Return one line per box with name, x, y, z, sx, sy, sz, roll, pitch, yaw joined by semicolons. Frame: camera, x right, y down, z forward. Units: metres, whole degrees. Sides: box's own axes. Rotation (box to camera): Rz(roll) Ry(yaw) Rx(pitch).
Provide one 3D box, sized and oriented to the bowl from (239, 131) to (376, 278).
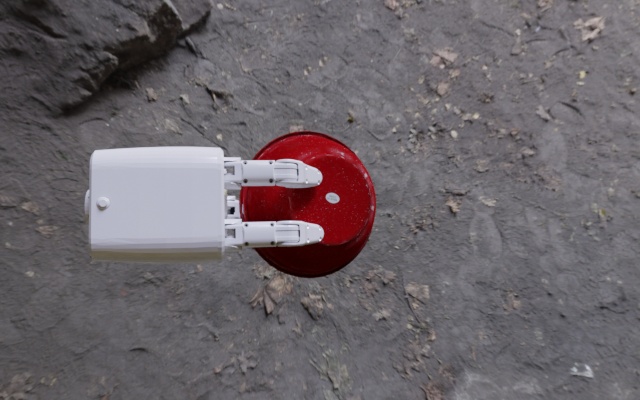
bowl;0.001;0.001;0.501;0.162;0.162;0.055;0;-5;-24
